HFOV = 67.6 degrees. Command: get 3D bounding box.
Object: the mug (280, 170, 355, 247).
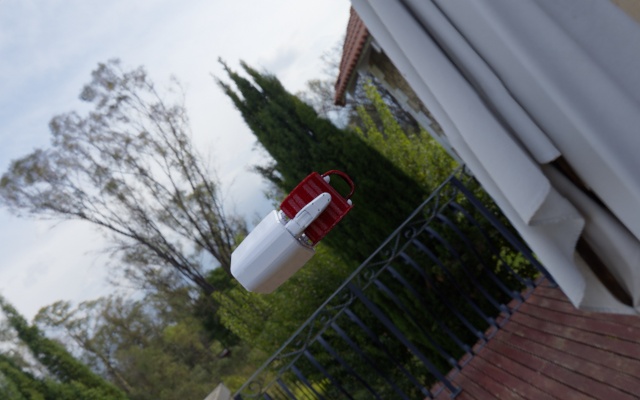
[{"bbox_3d":[0.001,0.001,0.741,0.117,0.081,0.093,-45,-1,0],"label":"mug"}]
